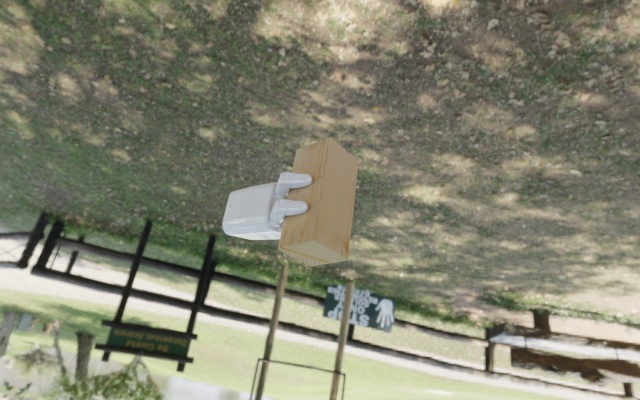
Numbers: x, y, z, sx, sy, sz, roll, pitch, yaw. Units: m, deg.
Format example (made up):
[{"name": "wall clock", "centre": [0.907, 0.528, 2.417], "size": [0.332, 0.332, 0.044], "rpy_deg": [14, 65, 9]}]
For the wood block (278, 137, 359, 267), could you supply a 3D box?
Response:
[{"name": "wood block", "centre": [0.000, 0.003, 0.864], "size": [0.090, 0.206, 0.091], "rpy_deg": [-16, -37, 38]}]
